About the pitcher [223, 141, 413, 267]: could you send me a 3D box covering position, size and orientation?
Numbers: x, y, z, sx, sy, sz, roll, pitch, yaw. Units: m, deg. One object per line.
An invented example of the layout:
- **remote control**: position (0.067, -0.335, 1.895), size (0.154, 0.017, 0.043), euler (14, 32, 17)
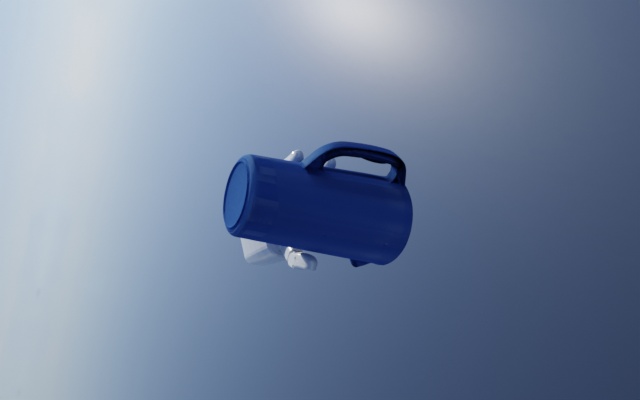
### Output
- **pitcher**: position (0.000, 0.002, 0.658), size (0.243, 0.149, 0.145), euler (11, -19, -28)
